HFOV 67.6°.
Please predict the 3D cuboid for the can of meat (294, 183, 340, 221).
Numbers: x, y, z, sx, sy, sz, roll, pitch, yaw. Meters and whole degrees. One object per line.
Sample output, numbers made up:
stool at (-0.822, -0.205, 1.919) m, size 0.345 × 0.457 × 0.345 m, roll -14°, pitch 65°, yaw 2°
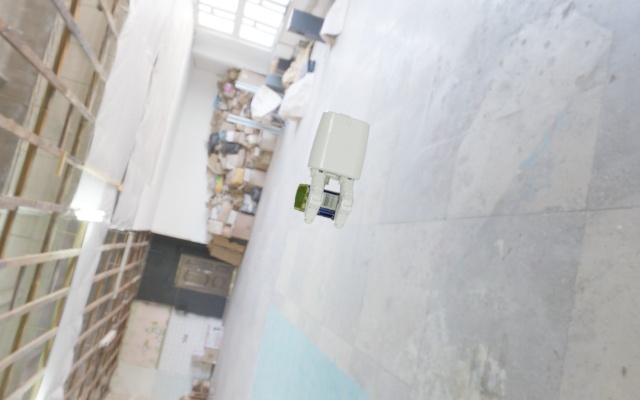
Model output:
can of meat at (0.000, 0.003, 0.893) m, size 0.084 × 0.057 × 0.102 m, roll 15°, pitch -1°, yaw -13°
